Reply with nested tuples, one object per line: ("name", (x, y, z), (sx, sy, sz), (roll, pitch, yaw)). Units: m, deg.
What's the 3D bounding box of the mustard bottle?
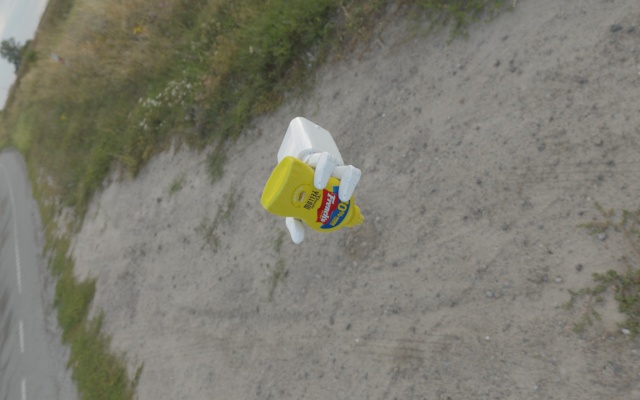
("mustard bottle", (0.000, 0.003, 0.815), (0.192, 0.096, 0.058), (24, 7, -33))
